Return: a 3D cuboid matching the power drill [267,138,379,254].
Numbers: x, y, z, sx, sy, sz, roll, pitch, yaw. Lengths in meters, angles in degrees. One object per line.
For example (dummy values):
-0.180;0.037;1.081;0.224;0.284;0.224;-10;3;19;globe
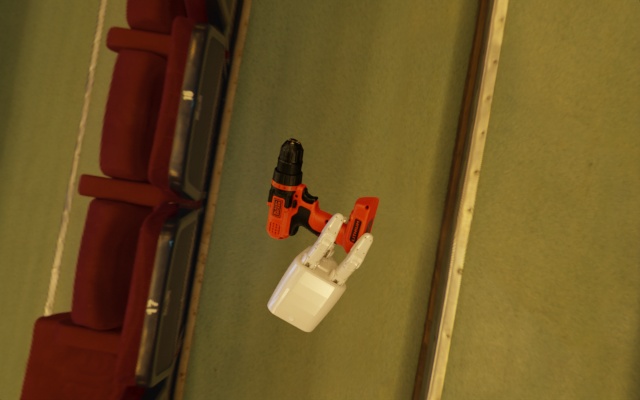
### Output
0.000;0.003;0.809;0.187;0.184;0.057;20;27;19;power drill
